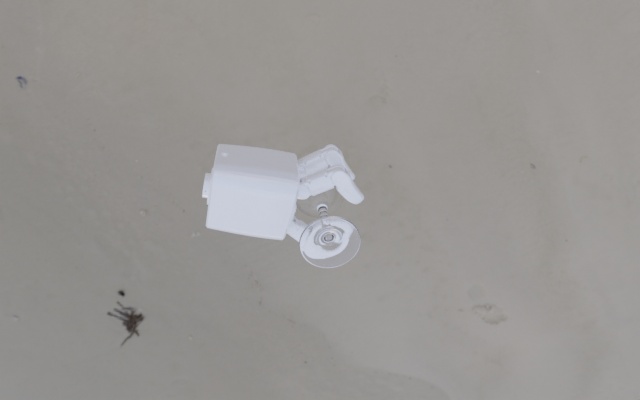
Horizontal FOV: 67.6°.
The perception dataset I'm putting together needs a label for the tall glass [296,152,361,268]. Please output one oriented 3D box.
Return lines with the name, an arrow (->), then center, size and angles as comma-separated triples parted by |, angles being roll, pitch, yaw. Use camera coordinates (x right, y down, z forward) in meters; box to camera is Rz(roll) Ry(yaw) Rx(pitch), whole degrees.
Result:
tall glass -> 0.000, 0.003, 0.654 | 0.079, 0.079, 0.201 | 0, 29, -7
